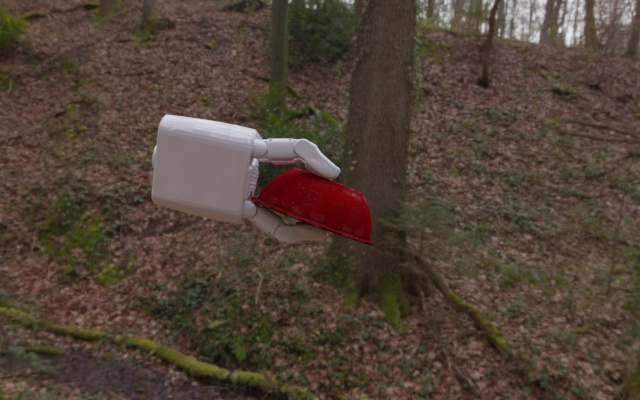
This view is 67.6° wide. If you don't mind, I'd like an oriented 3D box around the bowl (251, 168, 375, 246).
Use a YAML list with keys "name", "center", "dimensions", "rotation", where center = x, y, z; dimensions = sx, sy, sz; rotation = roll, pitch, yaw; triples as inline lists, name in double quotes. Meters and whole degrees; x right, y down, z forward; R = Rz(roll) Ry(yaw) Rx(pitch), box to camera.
- name: "bowl"
  center: [0.001, 0.002, 0.586]
  dimensions: [0.162, 0.055, 0.162]
  rotation: [21, 0, 0]
